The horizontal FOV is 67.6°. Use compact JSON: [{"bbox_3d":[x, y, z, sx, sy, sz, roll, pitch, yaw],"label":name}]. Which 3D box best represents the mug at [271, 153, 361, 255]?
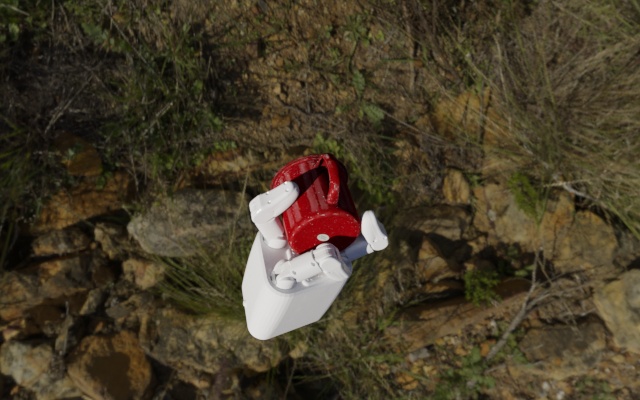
[{"bbox_3d":[0.001,0.001,0.527,0.093,0.081,0.117,2,-43,-22],"label":"mug"}]
